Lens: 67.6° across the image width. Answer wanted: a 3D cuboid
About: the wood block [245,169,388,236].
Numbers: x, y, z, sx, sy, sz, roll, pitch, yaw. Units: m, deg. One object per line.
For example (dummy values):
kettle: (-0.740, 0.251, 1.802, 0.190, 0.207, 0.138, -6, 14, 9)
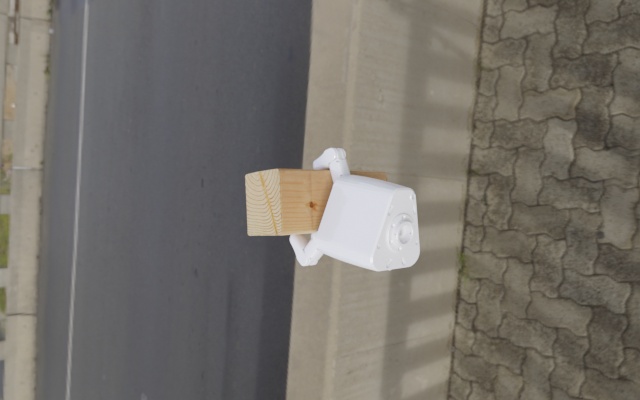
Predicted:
wood block: (0.000, 0.002, 0.720, 0.206, 0.091, 0.090, -1, -3, -39)
